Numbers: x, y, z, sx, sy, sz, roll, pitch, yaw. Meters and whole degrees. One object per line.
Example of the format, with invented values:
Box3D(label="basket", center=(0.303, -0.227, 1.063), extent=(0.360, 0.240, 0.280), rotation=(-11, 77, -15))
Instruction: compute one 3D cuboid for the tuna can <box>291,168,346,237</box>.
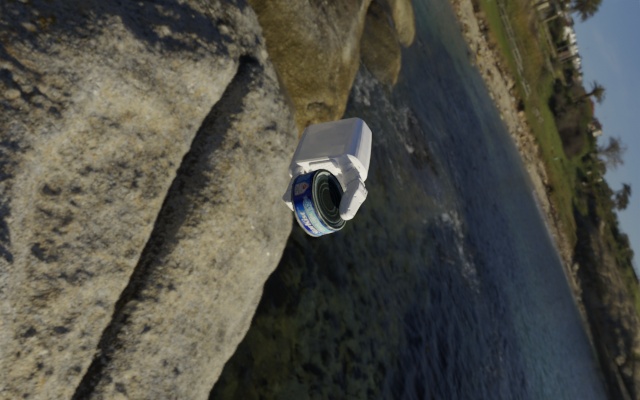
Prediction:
Box3D(label="tuna can", center=(0.001, 0.002, 0.626), extent=(0.034, 0.086, 0.086), rotation=(-16, -9, 31))
